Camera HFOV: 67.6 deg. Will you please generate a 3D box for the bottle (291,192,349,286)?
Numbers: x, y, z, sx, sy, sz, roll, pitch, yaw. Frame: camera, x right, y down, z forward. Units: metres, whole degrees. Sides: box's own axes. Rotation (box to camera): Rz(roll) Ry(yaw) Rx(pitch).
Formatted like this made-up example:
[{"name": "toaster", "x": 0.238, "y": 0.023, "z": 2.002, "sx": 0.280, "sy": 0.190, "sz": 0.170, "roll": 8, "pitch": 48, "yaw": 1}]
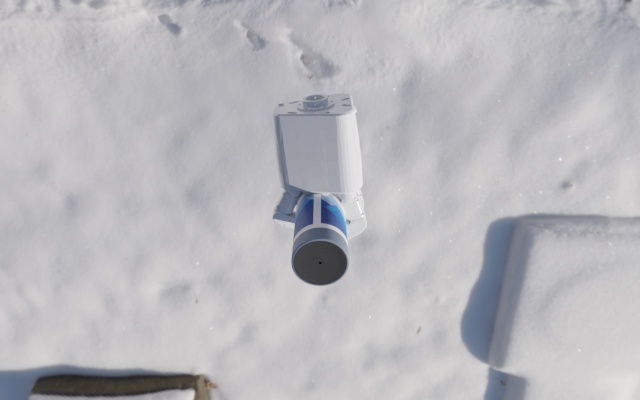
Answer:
[{"name": "bottle", "x": 0.000, "y": 0.002, "z": 0.672, "sx": 0.069, "sy": 0.069, "sz": 0.295, "roll": 0, "pitch": 28, "yaw": 0}]
